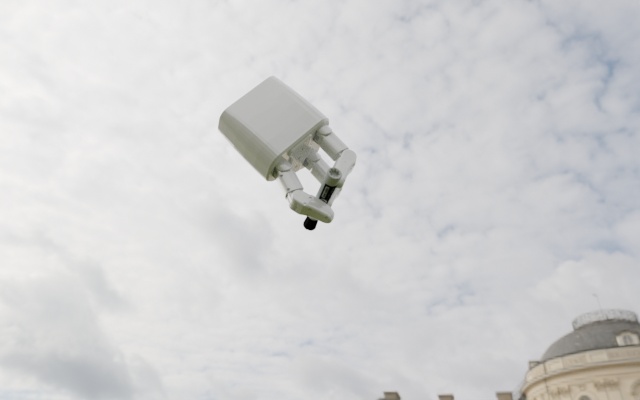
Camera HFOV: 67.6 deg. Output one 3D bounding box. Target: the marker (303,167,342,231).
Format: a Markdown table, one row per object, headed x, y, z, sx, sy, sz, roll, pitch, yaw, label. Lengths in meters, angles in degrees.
| x | y | z | sx | sy | sz | roll | pitch | yaw | label |
| --- | --- | --- | --- | --- | --- | --- | --- | --- | --- |
| 0.000 | 0.002 | 0.619 | 0.020 | 0.020 | 0.121 | 0 | -35 | -20 | marker |
